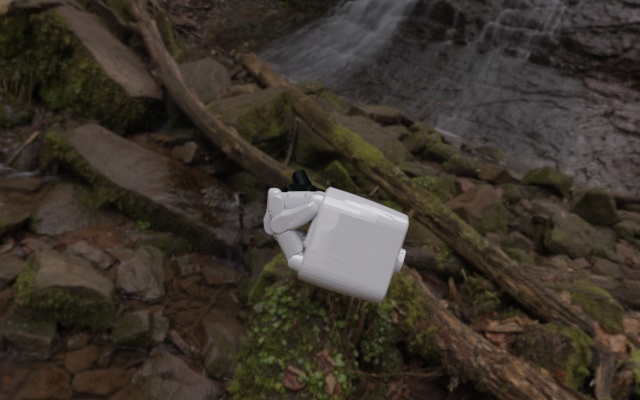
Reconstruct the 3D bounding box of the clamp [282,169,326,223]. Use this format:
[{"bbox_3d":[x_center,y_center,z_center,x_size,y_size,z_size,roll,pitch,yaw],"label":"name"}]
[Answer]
[{"bbox_3d":[0.000,0.002,0.680,0.120,0.039,0.171,20,19,3],"label":"clamp"}]
